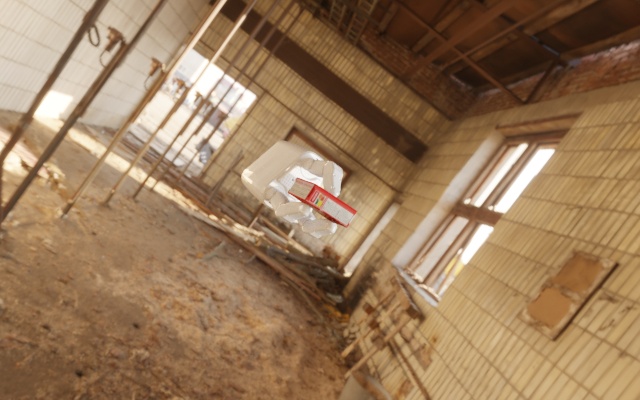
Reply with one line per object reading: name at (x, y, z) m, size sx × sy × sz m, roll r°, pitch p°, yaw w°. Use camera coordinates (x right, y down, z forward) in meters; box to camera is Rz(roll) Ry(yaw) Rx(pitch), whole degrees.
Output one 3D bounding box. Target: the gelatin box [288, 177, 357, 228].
gelatin box at (0.000, 0.002, 0.668) m, size 0.073 × 0.030 × 0.089 m, roll 34°, pitch -4°, yaw -21°
